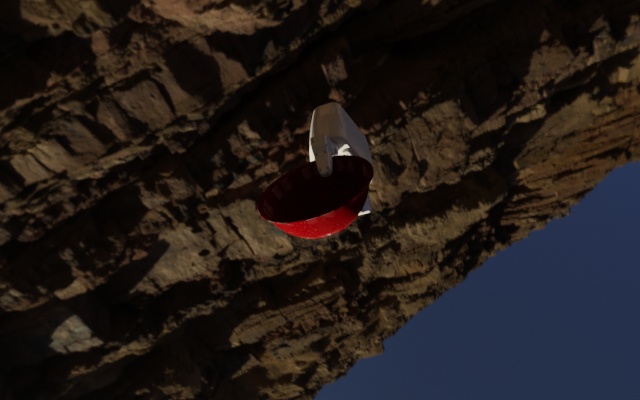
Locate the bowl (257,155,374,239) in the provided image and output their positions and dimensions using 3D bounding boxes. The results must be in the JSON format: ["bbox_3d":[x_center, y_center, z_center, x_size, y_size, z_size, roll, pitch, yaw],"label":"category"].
[{"bbox_3d":[0.000,0.003,0.640,0.162,0.055,0.162,-17,28,9],"label":"bowl"}]
